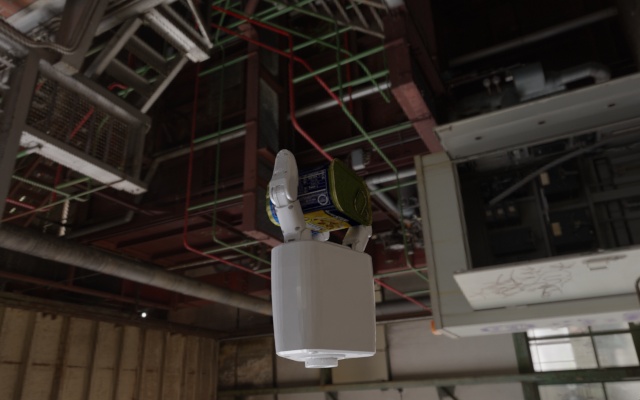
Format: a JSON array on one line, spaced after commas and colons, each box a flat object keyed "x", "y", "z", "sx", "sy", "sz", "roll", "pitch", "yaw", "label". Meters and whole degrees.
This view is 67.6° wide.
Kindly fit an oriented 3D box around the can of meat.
[{"x": 0.000, "y": 0.002, "z": 0.531, "sx": 0.084, "sy": 0.057, "sz": 0.102, "roll": -14, "pitch": -22, "yaw": 24, "label": "can of meat"}]
